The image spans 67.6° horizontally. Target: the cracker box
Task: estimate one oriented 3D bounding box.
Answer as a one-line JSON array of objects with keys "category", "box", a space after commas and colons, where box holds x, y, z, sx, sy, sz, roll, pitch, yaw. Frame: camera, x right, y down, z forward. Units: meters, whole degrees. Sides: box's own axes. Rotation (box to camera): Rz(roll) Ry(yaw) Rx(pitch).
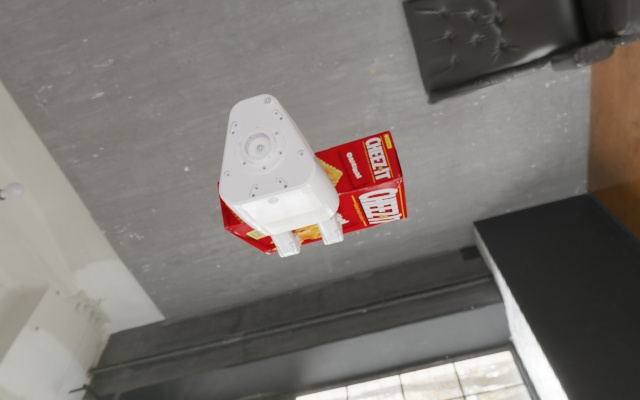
[{"category": "cracker box", "box": [0.000, 0.002, 0.617, 0.214, 0.072, 0.164, -15, -20, 7]}]
